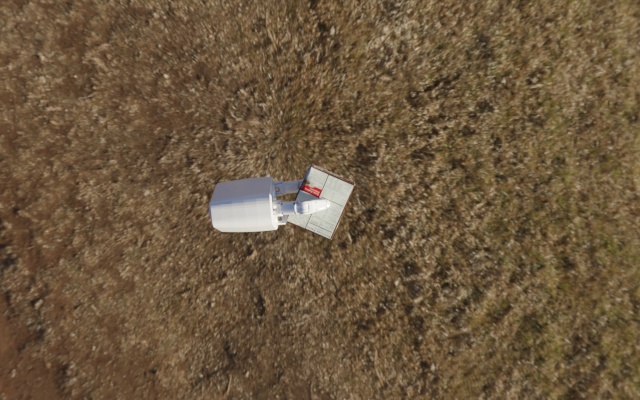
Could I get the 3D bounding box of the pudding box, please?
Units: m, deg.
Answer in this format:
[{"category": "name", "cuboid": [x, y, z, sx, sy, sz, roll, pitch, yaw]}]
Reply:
[{"category": "pudding box", "cuboid": [0.000, 0.003, 0.855, 0.090, 0.113, 0.039, 24, 7, -3]}]
